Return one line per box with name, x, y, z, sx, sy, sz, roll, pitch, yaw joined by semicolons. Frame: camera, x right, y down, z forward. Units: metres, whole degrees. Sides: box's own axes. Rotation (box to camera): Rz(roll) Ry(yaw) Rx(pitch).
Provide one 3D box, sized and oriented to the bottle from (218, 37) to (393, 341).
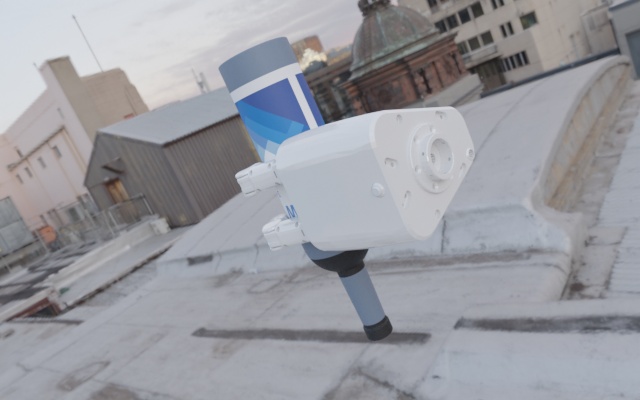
bottle;0.000;0.001;0.449;0.069;0.296;0.069;-24;12;5
